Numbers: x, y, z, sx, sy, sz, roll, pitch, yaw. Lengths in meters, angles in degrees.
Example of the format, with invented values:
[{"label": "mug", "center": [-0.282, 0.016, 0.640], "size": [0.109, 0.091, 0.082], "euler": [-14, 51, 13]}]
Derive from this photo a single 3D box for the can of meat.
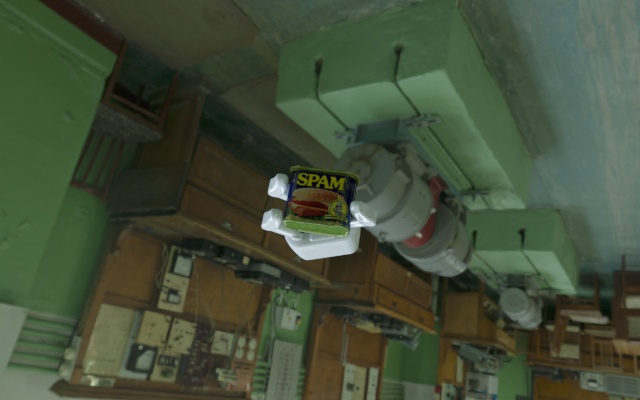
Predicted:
[{"label": "can of meat", "center": [0.000, 0.003, 0.692], "size": [0.102, 0.084, 0.057], "euler": [8, -19, 8]}]
